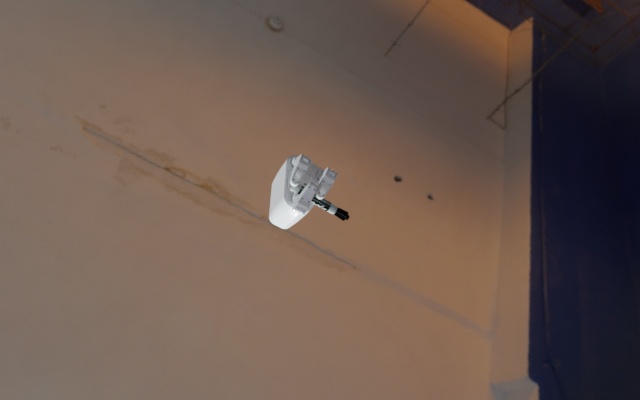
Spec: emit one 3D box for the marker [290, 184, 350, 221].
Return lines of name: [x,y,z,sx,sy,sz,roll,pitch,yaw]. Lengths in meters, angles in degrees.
marker: [0.000,0.003,0.869,0.121,0.020,0.020,30,-6,-11]
